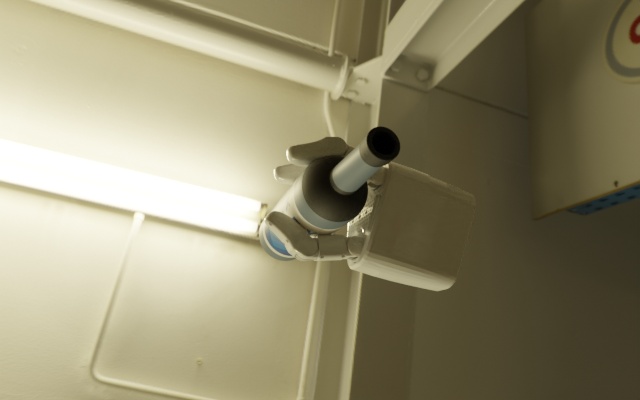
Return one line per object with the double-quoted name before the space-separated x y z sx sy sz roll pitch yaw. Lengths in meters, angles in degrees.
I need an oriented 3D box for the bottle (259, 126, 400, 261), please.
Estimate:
"bottle" 0.000 0.002 0.482 0.069 0.069 0.296 0 -17 -19
